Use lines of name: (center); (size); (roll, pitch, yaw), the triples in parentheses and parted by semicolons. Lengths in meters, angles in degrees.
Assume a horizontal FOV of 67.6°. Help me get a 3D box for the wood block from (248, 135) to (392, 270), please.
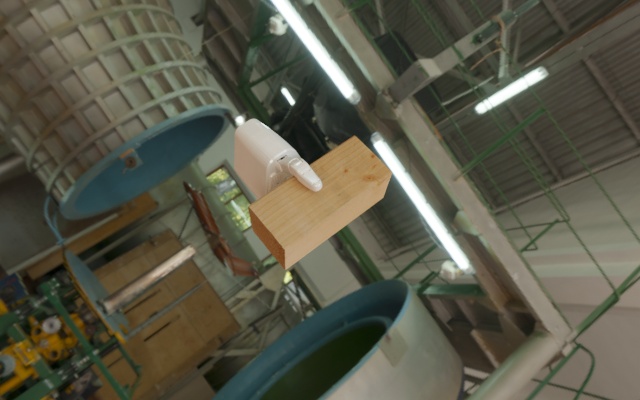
wood block: (0.000, 0.002, 0.744); (0.206, 0.090, 0.091); (-35, -21, -18)
